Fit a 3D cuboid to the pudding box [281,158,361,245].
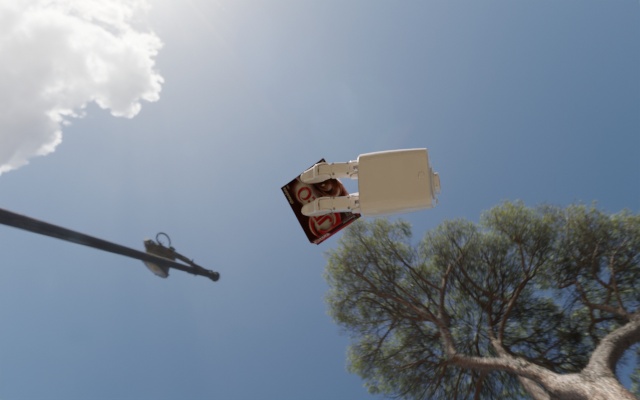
[{"bbox_3d":[0.000,0.003,0.778,0.090,0.113,0.039,-34,-24,10],"label":"pudding box"}]
